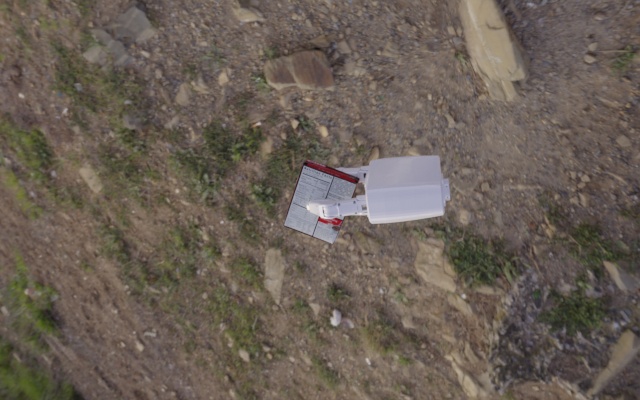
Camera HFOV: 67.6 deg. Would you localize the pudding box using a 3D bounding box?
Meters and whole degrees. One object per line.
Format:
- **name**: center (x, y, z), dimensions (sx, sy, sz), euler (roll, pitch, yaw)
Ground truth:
- **pudding box**: center (0.000, 0.003, 0.744), dimensions (0.090, 0.113, 0.039), euler (21, 19, 3)
